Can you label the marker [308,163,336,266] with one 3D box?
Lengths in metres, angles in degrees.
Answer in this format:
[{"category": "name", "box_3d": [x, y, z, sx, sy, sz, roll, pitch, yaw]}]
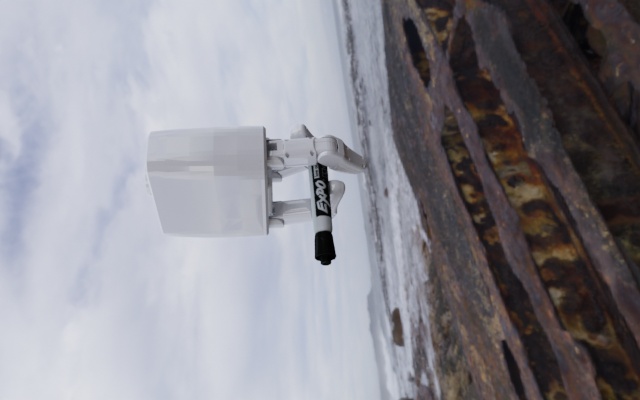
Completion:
[{"category": "marker", "box_3d": [0.000, 0.001, 0.434, 0.020, 0.121, 0.020, -4, -29, -2]}]
